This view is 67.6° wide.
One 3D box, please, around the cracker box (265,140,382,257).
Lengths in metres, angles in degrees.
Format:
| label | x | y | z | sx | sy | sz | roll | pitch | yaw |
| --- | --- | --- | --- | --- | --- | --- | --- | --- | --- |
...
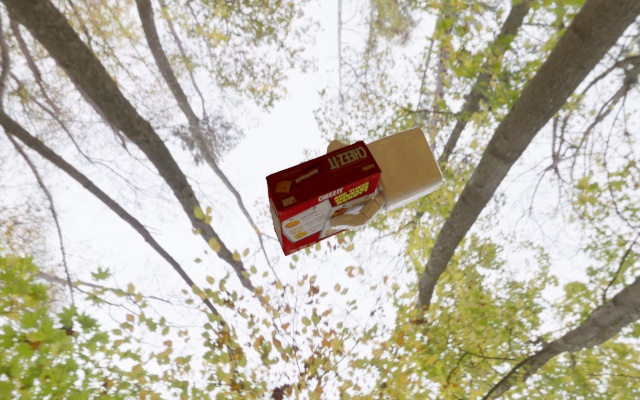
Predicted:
| label | x | y | z | sx | sy | sz | roll | pitch | yaw |
| --- | --- | --- | --- | --- | --- | --- | --- | --- | --- |
| cracker box | 0.000 | 0.003 | 0.787 | 0.164 | 0.072 | 0.214 | -22 | -21 | -11 |
